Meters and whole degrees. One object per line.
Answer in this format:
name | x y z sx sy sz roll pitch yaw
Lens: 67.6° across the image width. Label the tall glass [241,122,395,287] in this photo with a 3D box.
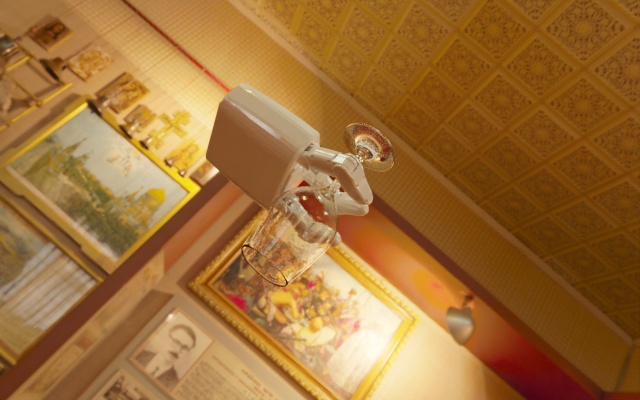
tall glass | 0.001 0.001 0.533 0.079 0.079 0.201 0 42 52
